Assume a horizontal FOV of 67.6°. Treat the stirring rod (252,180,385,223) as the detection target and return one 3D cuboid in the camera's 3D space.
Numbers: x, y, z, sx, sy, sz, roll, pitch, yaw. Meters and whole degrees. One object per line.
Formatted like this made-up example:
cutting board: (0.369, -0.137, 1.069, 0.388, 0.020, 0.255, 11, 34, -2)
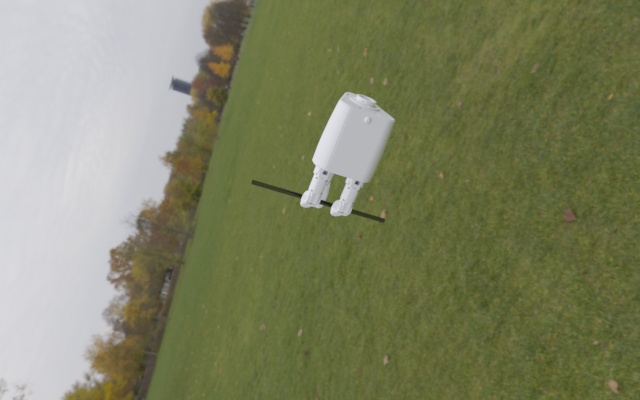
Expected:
stirring rod: (0.000, 0.003, 0.809, 0.239, 0.011, 0.011, 16, -4, -15)
